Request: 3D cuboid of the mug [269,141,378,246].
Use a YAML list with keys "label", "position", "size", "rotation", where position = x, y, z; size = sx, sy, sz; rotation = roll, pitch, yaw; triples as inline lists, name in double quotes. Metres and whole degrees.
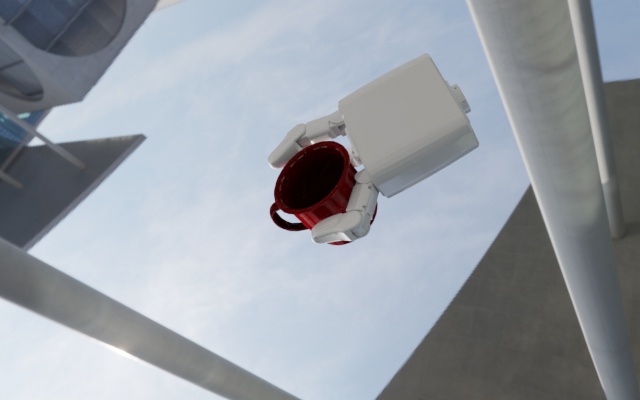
- label: "mug"
  position: [-0.001, 0.003, 0.523]
  size: [0.117, 0.093, 0.081]
  rotation: [-28, -47, 17]
